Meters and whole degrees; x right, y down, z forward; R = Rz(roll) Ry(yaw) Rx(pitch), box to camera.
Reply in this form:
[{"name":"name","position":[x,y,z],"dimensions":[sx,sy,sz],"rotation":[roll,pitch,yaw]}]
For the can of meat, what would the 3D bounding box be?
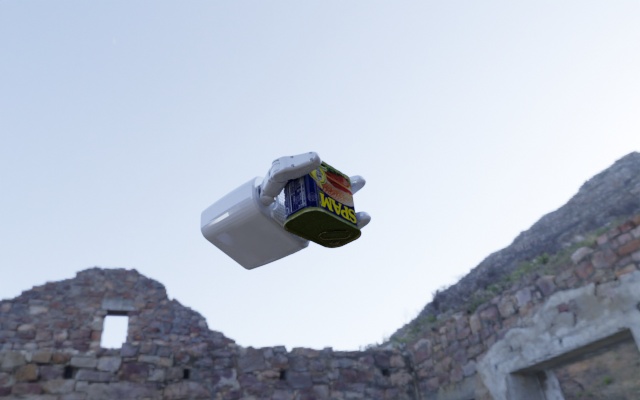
[{"name":"can of meat","position":[0.000,0.002,0.592],"dimensions":[0.057,0.084,0.102],"rotation":[-29,-39,31]}]
